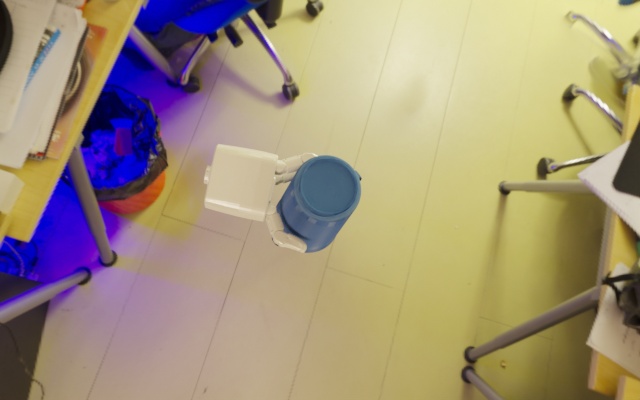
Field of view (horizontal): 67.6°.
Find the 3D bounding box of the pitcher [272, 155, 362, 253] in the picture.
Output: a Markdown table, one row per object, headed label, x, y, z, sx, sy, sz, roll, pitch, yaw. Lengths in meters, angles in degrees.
| label | x | y | z | sx | sy | sz | roll | pitch | yaw |
| --- | --- | --- | --- | --- | --- | --- | --- | --- | --- |
| pitcher | 0.000 | 0.003 | 0.840 | 0.145 | 0.149 | 0.243 | 11 | -16 | -7 |
